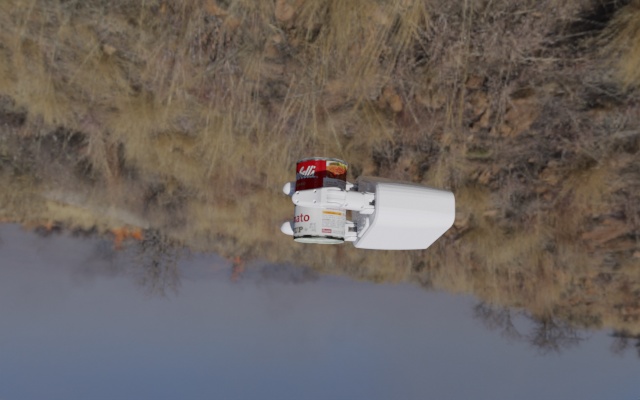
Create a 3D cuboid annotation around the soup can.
[{"bbox_3d":[0.000,0.002,0.617,0.068,0.102,0.068,2,-10,0],"label":"soup can"}]
